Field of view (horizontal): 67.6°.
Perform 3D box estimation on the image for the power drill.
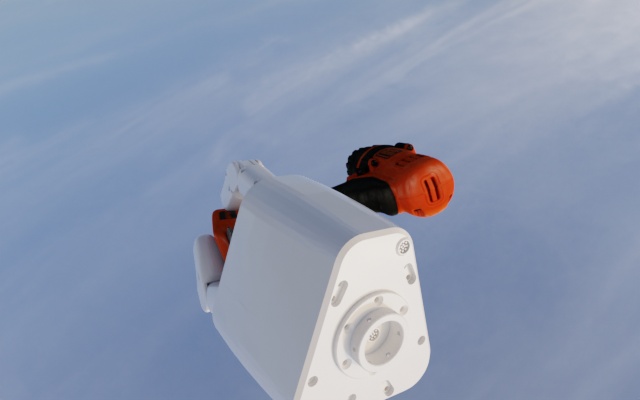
[{"bbox_3d":[0.000,0.002,0.422,0.187,0.057,0.184,-24,12,-7],"label":"power drill"}]
